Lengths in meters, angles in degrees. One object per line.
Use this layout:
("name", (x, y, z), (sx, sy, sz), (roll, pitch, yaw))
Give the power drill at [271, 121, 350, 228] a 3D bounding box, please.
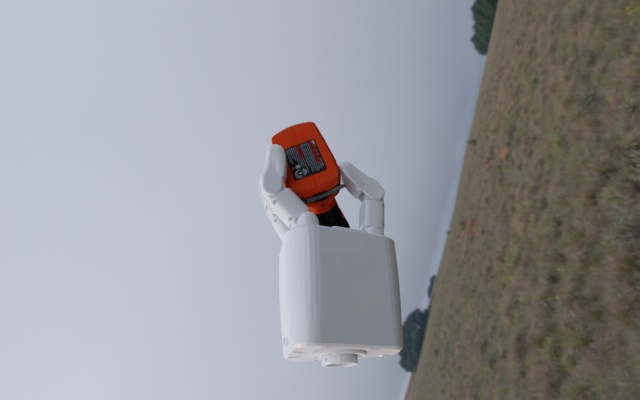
("power drill", (0.000, 0.002, 0.563), (0.057, 0.184, 0.188), (-24, -43, -2))
